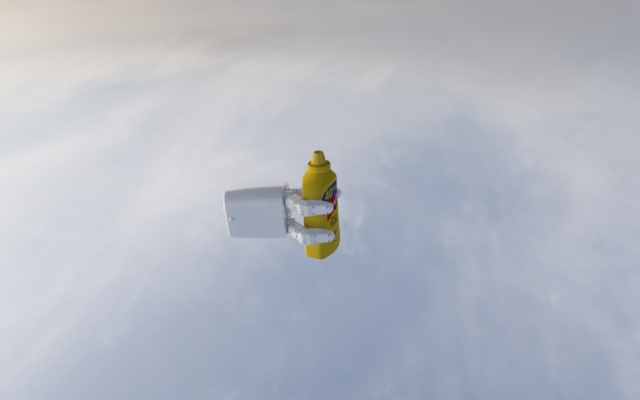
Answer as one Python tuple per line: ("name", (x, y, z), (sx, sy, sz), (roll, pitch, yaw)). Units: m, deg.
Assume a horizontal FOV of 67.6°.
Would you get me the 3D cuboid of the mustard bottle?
("mustard bottle", (0.000, 0.003, 0.856), (0.058, 0.192, 0.096), (8, 28, 23))
